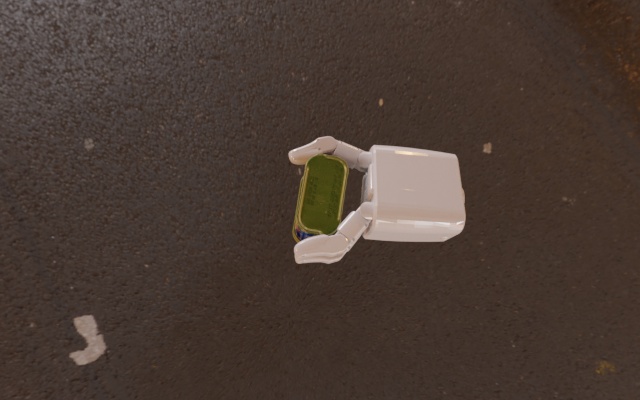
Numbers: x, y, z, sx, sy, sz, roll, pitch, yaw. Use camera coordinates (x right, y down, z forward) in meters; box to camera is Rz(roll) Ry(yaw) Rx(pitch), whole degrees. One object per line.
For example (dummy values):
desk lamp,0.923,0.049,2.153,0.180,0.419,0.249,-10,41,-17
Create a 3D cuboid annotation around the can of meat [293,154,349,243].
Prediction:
can of meat,0.000,0.002,0.585,0.057,0.102,0.084,9,-14,-2
